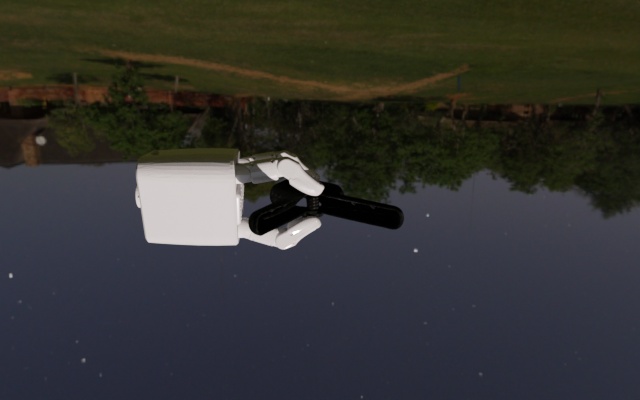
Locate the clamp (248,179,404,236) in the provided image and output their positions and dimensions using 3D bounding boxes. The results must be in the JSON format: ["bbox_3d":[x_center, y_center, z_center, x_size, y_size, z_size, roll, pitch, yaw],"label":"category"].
[{"bbox_3d":[0.000,0.003,0.579,0.164,0.036,0.210,1,13,-6],"label":"clamp"}]
